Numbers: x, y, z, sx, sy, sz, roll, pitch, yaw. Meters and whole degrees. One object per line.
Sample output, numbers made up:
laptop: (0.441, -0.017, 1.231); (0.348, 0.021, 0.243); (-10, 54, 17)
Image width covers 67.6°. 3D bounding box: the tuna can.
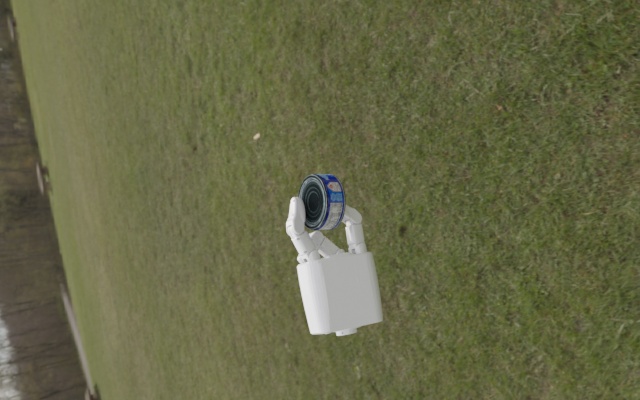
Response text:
tuna can: (0.000, 0.002, 0.721); (0.034, 0.086, 0.086); (0, 0, -33)
